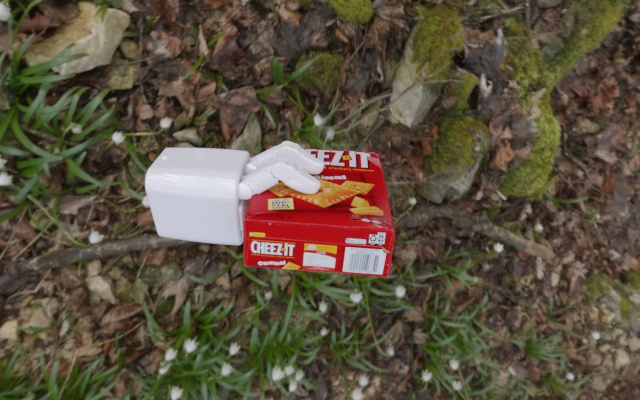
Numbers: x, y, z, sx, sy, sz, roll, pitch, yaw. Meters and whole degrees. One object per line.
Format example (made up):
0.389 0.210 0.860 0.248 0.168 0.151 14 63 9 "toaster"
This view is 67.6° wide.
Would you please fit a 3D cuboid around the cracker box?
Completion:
0.000 0.002 0.604 0.164 0.072 0.213 4 29 -1 "cracker box"
